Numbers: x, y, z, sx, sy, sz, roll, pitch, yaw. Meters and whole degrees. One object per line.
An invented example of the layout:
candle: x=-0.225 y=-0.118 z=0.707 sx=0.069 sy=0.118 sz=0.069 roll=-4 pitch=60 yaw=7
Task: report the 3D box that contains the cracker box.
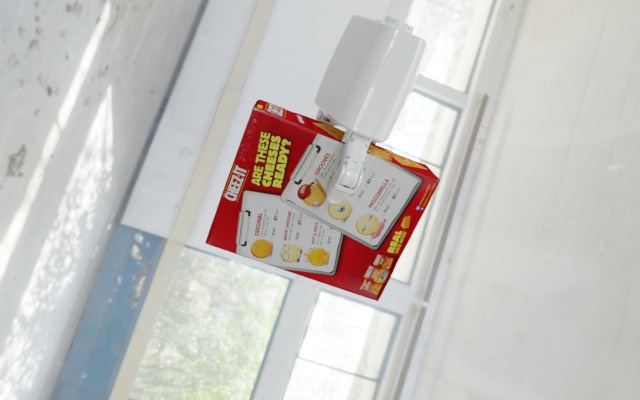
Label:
cracker box: x=0.000 y=0.002 z=0.546 sx=0.214 sy=0.164 sz=0.072 roll=20 pitch=18 yaw=-10
